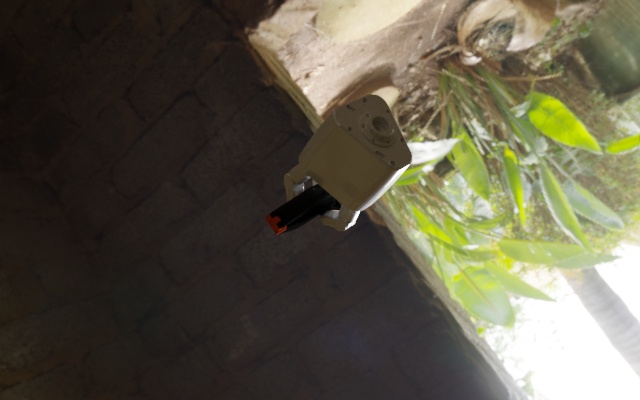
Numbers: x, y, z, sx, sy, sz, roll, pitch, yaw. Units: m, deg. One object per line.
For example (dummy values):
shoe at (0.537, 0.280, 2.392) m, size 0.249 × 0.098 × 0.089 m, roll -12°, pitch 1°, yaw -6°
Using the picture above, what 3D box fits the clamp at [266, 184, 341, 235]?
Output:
clamp at (0.000, 0.003, 0.715) m, size 0.210 × 0.036 × 0.165 m, roll -29°, pitch -14°, yaw -36°
